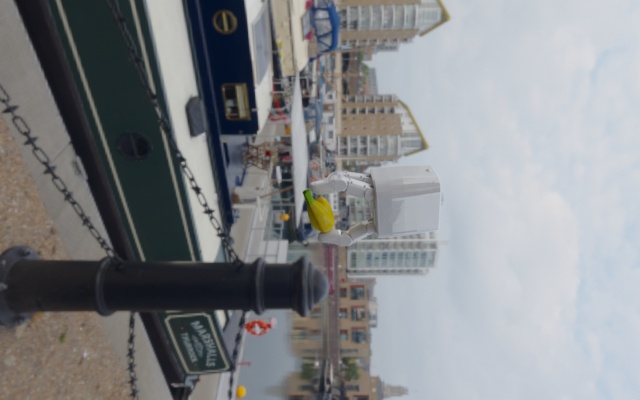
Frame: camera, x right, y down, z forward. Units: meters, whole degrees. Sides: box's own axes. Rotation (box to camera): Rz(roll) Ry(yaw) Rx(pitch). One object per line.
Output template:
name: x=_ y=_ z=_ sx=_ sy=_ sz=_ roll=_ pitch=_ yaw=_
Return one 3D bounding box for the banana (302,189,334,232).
banana: x=0.003 y=0.021 z=0.820 sx=0.037 sy=0.069 sz=0.198 roll=-10 pitch=-5 yaw=4
